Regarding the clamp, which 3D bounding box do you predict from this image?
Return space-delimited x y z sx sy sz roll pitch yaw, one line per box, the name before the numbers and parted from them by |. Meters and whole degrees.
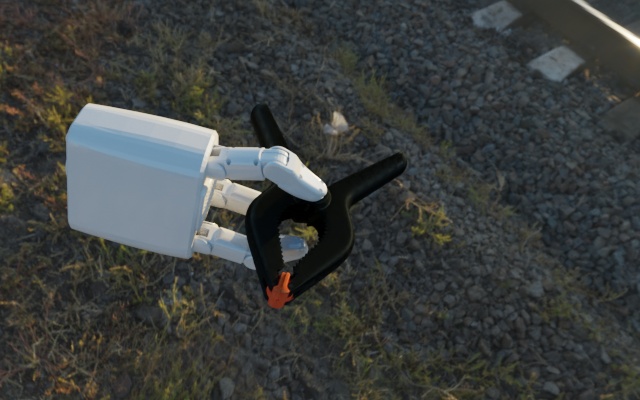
clamp | 0.000 0.001 0.428 0.164 0.209 0.036 13 -40 -6
